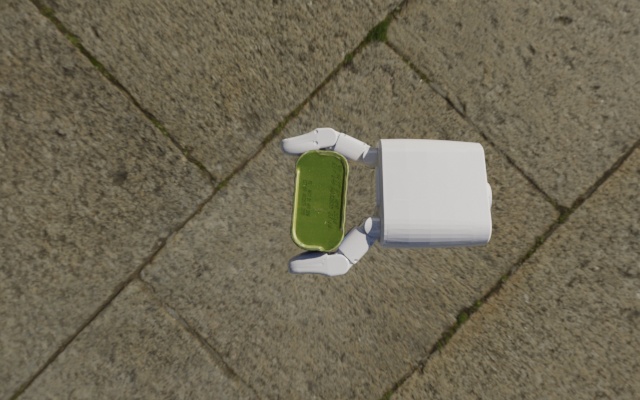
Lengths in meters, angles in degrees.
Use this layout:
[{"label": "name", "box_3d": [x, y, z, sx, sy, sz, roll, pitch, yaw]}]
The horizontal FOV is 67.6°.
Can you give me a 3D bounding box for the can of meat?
[{"label": "can of meat", "box_3d": [0.000, 0.001, 0.490, 0.057, 0.102, 0.084, 4, -2, 1]}]
